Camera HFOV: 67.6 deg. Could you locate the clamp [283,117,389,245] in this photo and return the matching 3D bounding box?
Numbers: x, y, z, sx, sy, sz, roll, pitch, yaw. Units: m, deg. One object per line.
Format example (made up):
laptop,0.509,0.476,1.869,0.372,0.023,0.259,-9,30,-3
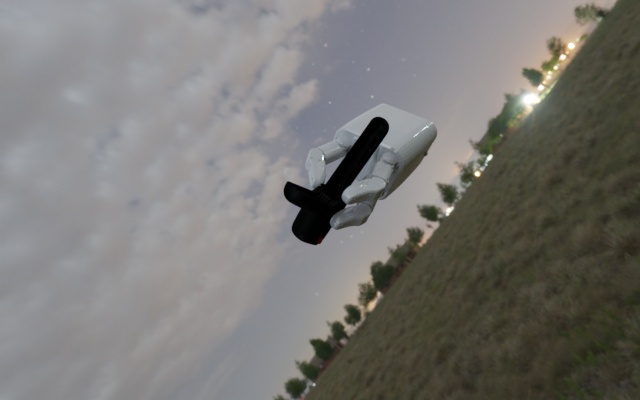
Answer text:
clamp,0.000,0.002,0.599,0.164,0.036,0.210,-35,-20,-36
